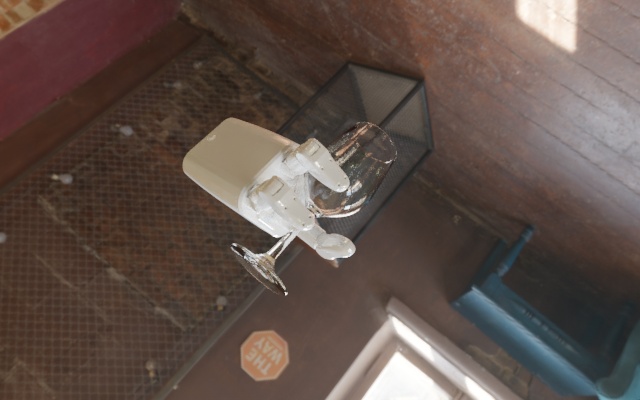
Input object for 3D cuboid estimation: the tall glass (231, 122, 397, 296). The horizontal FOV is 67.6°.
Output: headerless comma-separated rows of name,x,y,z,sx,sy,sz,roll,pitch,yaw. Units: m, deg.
tall glass,0.000,0.002,0.511,0.201,0.079,0.079,-47,22,-22
